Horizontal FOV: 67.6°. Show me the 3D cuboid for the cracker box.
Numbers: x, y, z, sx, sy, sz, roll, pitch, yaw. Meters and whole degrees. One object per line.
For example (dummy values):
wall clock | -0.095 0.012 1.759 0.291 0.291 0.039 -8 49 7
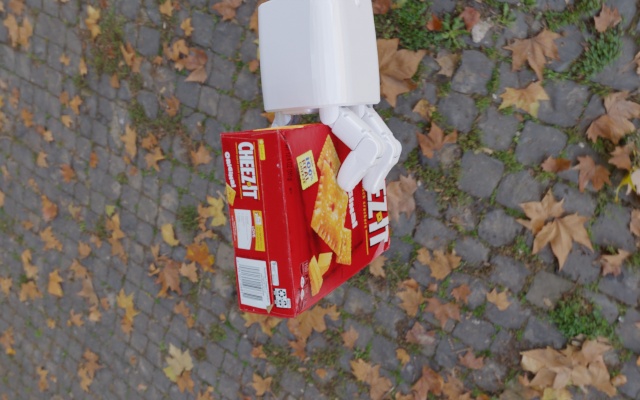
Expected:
cracker box | 0.000 0.002 0.491 0.072 0.164 0.213 2 13 31
